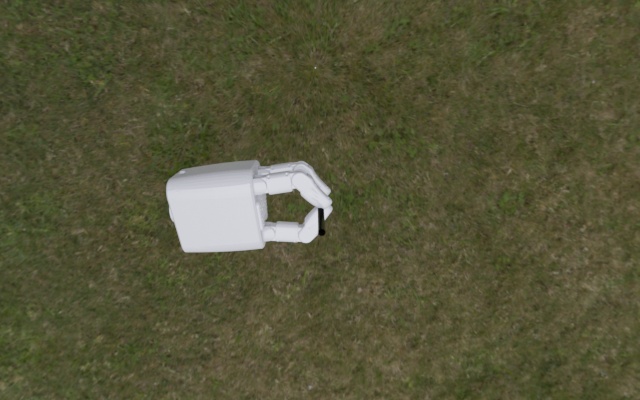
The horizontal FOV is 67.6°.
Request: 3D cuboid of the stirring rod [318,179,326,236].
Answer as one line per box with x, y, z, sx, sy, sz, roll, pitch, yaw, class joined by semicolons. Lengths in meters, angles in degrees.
0.000;0.002;0.626;0.011;0.011;0.239;0;16;-1;stirring rod
